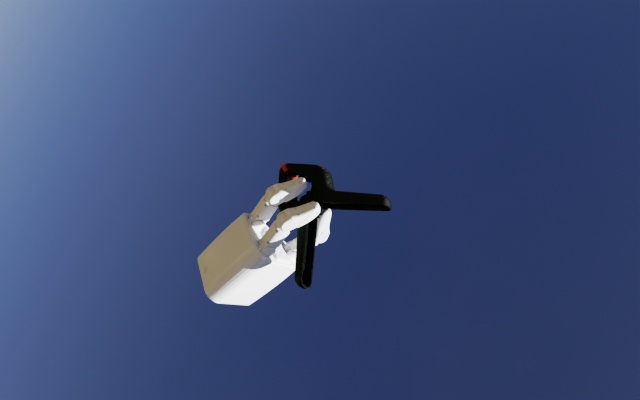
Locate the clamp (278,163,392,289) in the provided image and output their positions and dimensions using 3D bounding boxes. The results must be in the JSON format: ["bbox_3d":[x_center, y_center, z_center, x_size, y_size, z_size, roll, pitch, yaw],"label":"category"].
[{"bbox_3d":[0.000,0.002,0.685,0.164,0.209,0.036,-39,-45,11],"label":"clamp"}]
